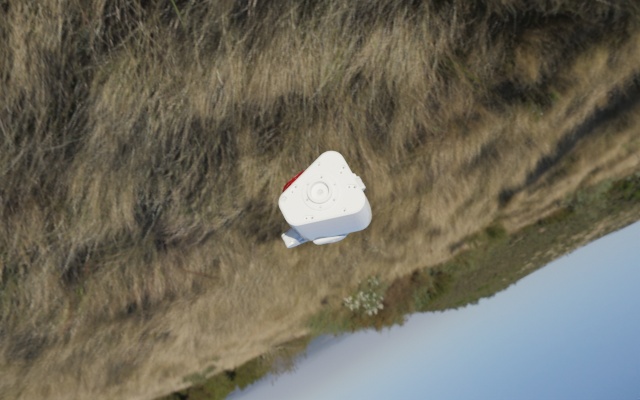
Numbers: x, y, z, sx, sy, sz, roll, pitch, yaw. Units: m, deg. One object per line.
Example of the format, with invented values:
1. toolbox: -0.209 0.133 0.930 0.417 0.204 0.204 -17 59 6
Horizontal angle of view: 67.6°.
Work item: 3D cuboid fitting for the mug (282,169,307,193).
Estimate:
1. mug: 0.000 0.003 0.777 0.093 0.081 0.117 -29 -16 3
